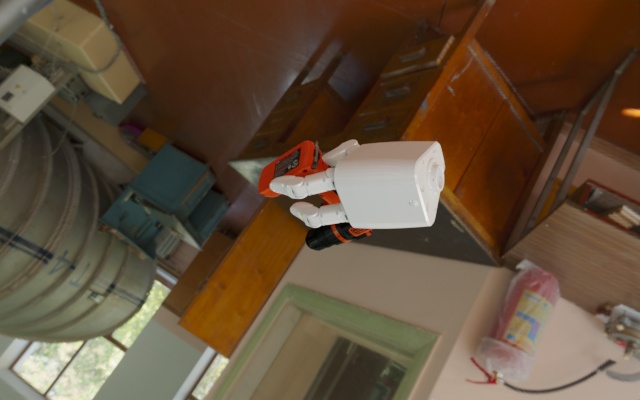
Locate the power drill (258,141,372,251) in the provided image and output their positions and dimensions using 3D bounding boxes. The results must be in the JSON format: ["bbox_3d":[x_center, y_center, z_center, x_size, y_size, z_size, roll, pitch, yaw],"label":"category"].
[{"bbox_3d":[0.000,0.002,0.717,0.184,0.057,0.188,-30,-48,33],"label":"power drill"}]
